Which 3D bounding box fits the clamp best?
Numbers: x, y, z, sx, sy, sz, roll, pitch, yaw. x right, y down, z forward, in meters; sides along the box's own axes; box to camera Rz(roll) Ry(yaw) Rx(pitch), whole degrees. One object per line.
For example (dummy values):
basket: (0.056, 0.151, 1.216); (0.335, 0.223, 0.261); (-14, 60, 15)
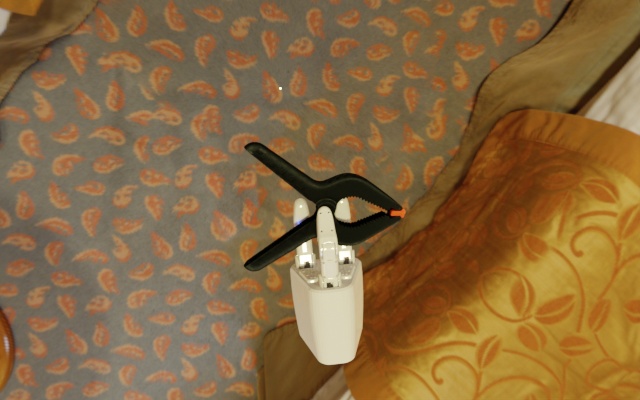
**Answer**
clamp: (0.001, 0.002, 0.600); (0.210, 0.164, 0.036); (-6, 15, -3)
